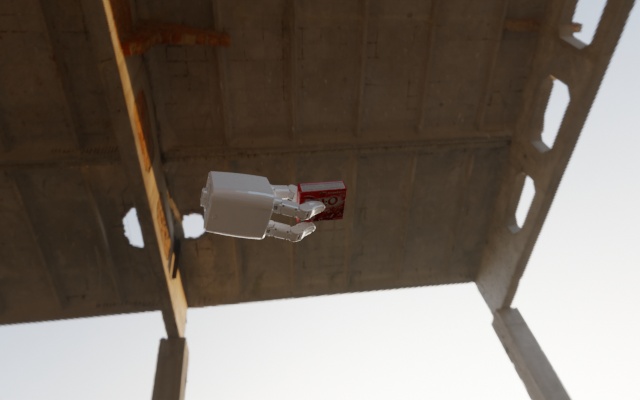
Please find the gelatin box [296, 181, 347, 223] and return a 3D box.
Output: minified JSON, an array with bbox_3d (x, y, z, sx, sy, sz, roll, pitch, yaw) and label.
[{"bbox_3d":[0.000,0.003,0.880,0.089,0.073,0.030,-5,39,-13],"label":"gelatin box"}]
